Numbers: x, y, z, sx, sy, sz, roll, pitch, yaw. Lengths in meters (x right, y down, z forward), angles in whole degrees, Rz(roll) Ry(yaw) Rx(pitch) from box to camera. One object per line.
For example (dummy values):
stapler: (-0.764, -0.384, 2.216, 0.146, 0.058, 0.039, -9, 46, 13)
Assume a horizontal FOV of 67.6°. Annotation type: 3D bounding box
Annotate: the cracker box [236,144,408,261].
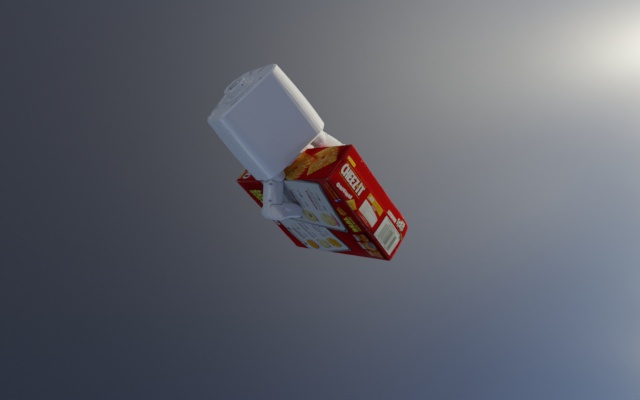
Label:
cracker box: (0.000, 0.002, 0.702, 0.213, 0.072, 0.164, 2, -41, 50)
